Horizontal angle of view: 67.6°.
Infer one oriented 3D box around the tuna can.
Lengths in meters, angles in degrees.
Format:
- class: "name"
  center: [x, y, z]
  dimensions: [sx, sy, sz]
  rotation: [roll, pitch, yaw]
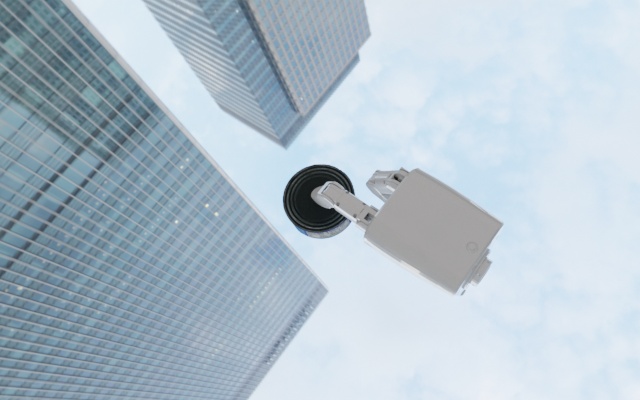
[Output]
- class: "tuna can"
  center: [0.000, 0.002, 0.572]
  dimensions: [0.086, 0.086, 0.034]
  rotation: [0, -21, 10]
